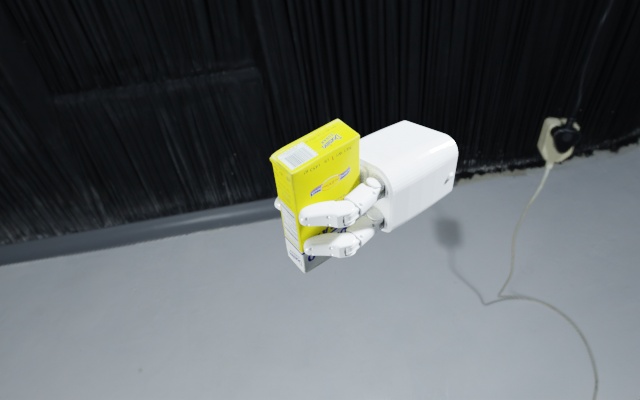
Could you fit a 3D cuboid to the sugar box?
[{"bbox_3d":[0.001,0.002,0.558,0.093,0.176,0.048,-31,50,-21],"label":"sugar box"}]
